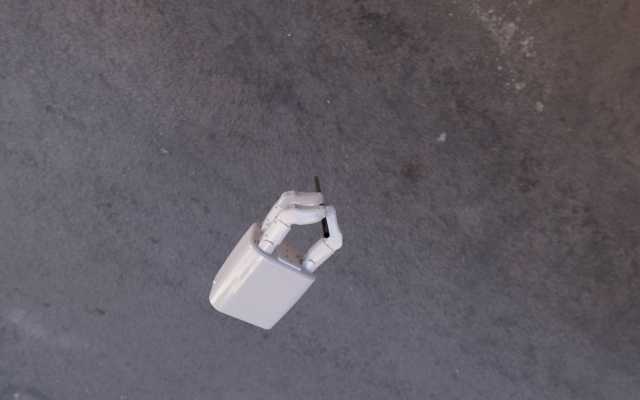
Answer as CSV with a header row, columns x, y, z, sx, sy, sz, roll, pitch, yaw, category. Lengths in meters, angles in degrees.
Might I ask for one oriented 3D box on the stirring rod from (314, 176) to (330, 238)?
x,y,z,sx,sy,sz,roll,pitch,yaw,category
0.000,0.002,0.681,0.011,0.011,0.239,0,19,-4,stirring rod
